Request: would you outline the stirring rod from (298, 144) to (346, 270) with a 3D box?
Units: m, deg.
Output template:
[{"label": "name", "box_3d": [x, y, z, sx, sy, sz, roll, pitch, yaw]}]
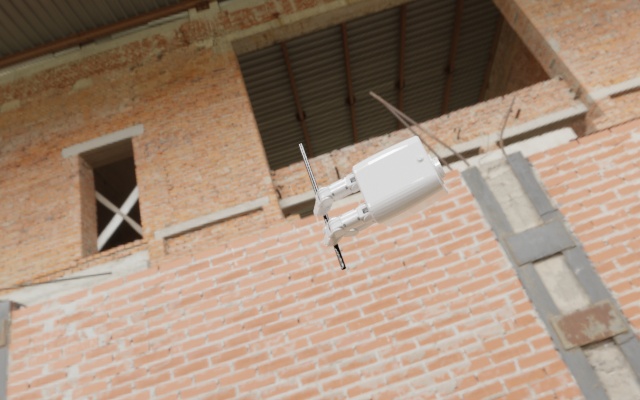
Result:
[{"label": "stirring rod", "box_3d": [0.000, 0.003, 0.765, 0.011, 0.239, 0.011, -14, -30, -9]}]
